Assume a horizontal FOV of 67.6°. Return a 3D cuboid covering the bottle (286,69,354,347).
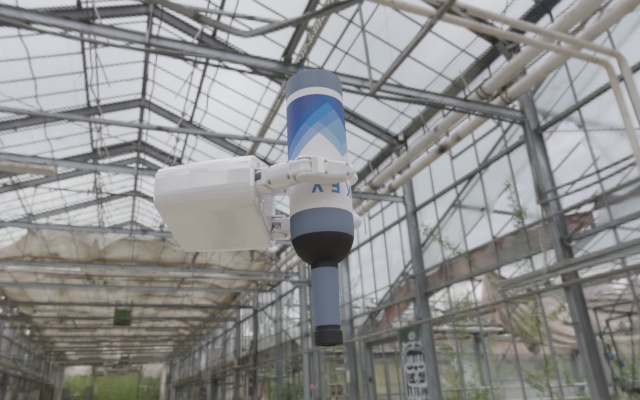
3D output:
[{"bbox_3d":[0.000,0.001,0.509,0.069,0.295,0.069,-3,-22,-1],"label":"bottle"}]
